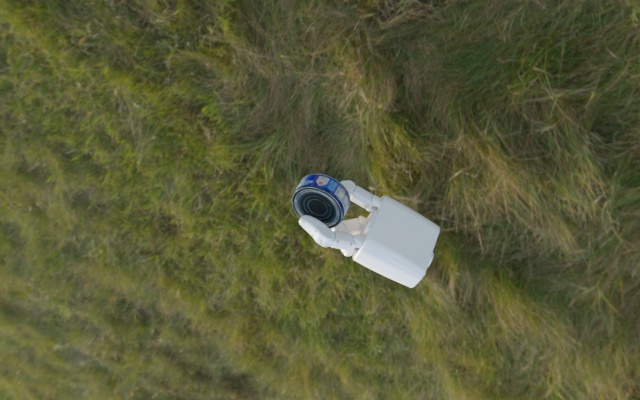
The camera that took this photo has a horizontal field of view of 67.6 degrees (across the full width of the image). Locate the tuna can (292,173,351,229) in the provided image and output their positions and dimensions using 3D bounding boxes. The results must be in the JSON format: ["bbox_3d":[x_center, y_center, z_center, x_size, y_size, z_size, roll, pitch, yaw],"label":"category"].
[{"bbox_3d":[0.000,0.003,0.728,0.086,0.086,0.033,0,39,28],"label":"tuna can"}]
